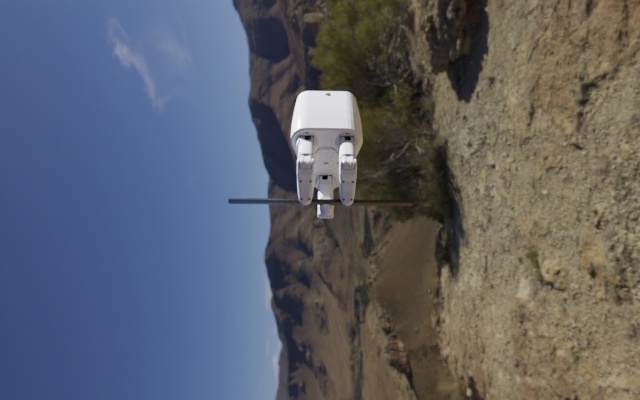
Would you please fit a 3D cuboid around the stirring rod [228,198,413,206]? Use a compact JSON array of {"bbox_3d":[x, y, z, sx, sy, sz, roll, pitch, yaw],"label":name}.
[{"bbox_3d":[0.000,0.002,0.626,0.239,0.011,0.011,1,0,0],"label":"stirring rod"}]
